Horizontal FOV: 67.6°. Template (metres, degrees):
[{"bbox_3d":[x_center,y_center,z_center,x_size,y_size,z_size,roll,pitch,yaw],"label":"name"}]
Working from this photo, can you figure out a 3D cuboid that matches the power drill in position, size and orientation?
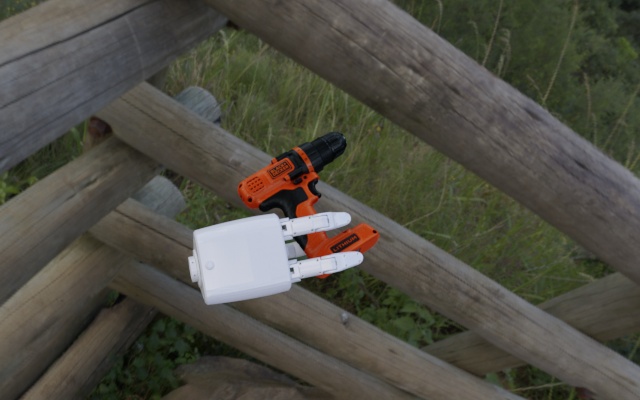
[{"bbox_3d":[0.000,0.003,0.693,0.184,0.187,0.057,-32,-21,-14],"label":"power drill"}]
